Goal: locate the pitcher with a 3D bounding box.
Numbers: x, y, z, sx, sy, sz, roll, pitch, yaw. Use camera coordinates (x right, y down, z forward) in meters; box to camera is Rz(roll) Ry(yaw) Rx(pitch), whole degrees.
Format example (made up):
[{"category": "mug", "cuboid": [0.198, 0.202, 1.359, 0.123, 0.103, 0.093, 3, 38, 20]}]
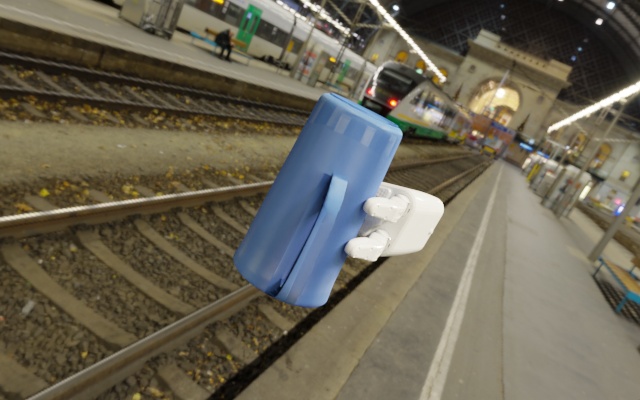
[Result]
[{"category": "pitcher", "cuboid": [0.000, 0.002, 0.578, 0.149, 0.243, 0.145, 37, 18, 36]}]
